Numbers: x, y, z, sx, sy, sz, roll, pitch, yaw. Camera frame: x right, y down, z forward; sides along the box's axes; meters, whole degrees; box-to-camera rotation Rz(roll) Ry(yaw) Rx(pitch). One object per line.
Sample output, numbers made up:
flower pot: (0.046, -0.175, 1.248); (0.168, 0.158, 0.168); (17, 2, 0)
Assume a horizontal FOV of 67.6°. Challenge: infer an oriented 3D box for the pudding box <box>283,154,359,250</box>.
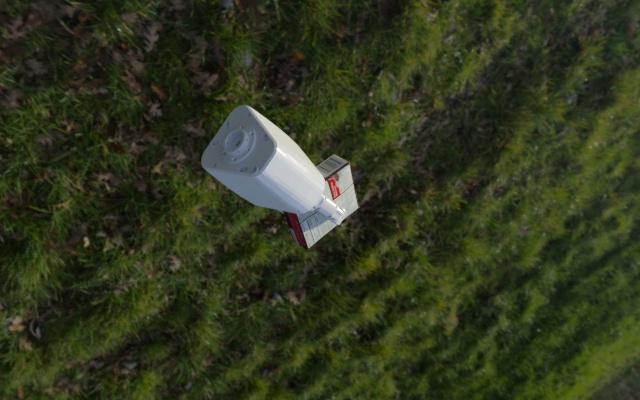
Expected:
pudding box: (0.000, 0.002, 0.683); (0.113, 0.090, 0.039); (-36, 44, -24)
